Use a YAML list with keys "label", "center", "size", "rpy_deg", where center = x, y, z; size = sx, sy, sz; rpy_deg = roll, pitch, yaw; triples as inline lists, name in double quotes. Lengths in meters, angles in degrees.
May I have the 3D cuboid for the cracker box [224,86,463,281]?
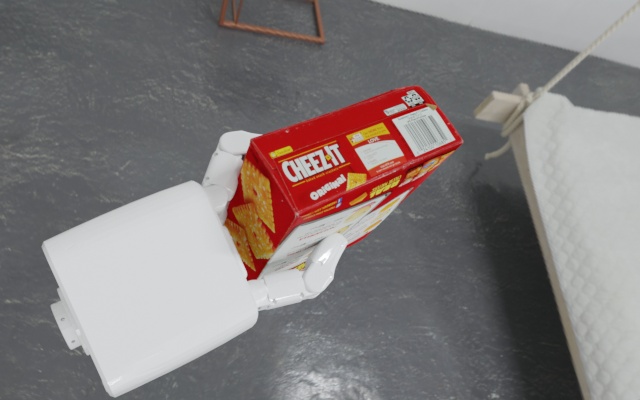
- label: "cracker box"
  center: [0.000, 0.001, 0.433]
  size: [0.164, 0.072, 0.214]
  rpy_deg: [-24, -16, -29]
